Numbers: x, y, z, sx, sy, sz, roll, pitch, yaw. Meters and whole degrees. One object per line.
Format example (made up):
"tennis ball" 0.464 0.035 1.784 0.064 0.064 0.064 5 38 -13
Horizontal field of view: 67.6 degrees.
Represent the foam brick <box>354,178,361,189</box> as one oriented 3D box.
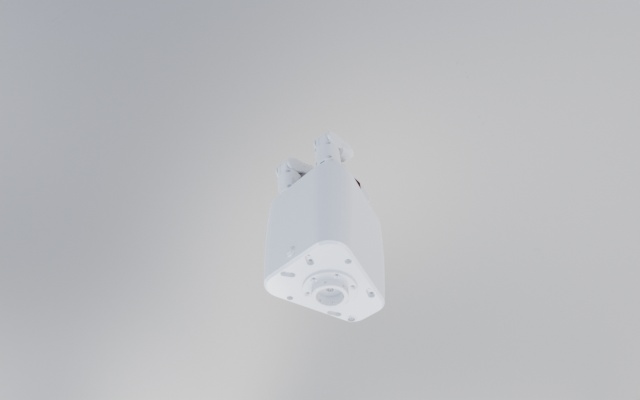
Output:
"foam brick" 0.000 0.002 0.529 0.078 0.051 0.053 -36 -59 28
